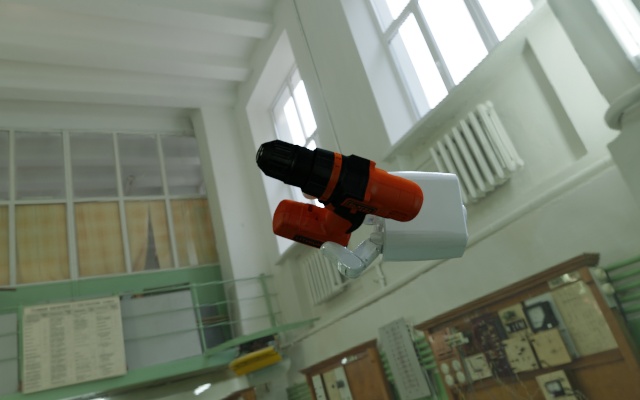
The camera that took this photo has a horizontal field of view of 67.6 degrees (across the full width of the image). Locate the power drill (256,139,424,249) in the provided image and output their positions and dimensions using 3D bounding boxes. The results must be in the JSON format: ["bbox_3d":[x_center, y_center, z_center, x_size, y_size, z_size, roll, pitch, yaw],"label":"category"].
[{"bbox_3d":[0.000,0.002,0.562,0.184,0.057,0.188,19,-23,-12],"label":"power drill"}]
